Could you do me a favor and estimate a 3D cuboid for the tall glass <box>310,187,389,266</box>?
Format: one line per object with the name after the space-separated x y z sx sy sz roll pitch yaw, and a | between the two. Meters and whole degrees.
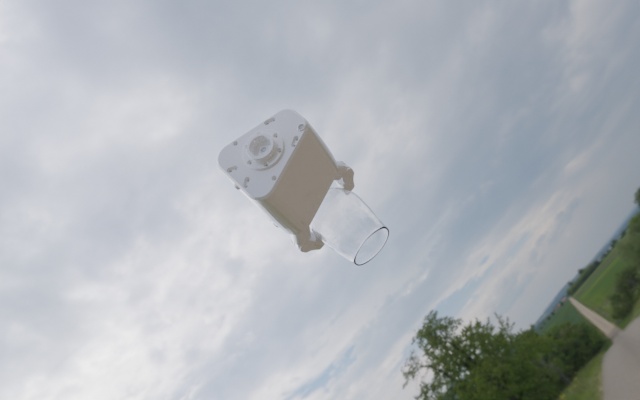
0.000 0.002 0.653 0.201 0.079 0.079 41 23 29 | tall glass
